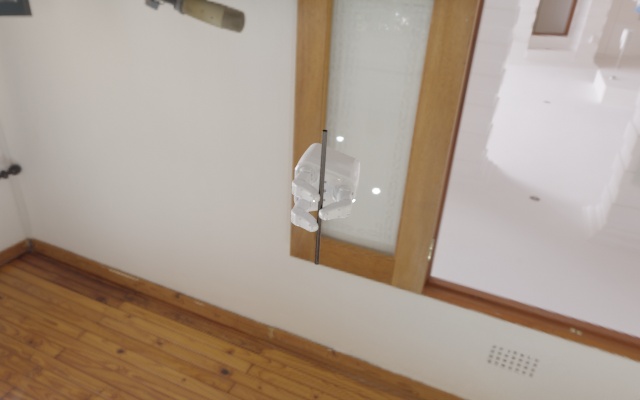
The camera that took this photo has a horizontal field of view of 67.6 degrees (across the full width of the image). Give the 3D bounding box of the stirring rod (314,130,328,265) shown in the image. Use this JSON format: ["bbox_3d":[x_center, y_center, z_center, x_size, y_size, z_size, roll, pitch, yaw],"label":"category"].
[{"bbox_3d":[0.000,0.002,0.763,0.011,0.240,0.011,3,28,-2],"label":"stirring rod"}]
